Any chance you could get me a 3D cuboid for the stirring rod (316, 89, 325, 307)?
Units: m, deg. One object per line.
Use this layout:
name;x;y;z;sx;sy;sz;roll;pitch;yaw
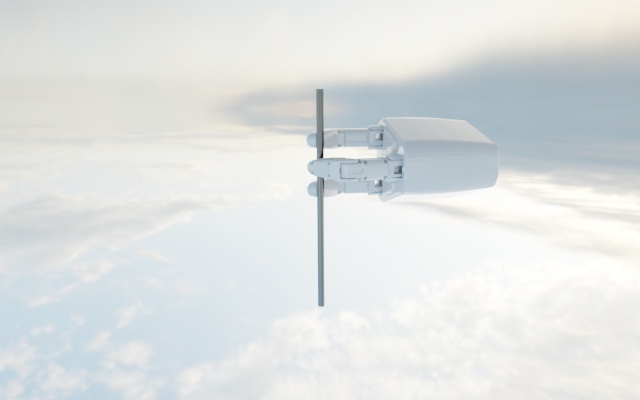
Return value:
stirring rod;0.000;0.002;0.521;0.011;0.239;0.011;0;11;0
